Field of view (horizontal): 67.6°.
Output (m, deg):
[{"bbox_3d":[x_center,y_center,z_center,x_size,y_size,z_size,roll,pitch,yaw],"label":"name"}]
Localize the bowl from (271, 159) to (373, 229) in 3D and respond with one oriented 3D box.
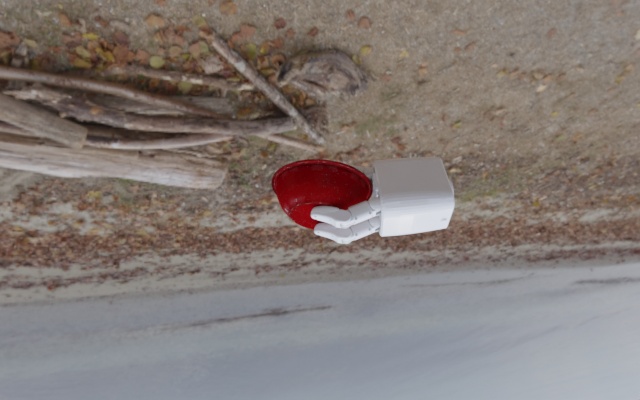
[{"bbox_3d":[-0.001,0.003,0.745,0.162,0.055,0.162,4,-29,2],"label":"bowl"}]
